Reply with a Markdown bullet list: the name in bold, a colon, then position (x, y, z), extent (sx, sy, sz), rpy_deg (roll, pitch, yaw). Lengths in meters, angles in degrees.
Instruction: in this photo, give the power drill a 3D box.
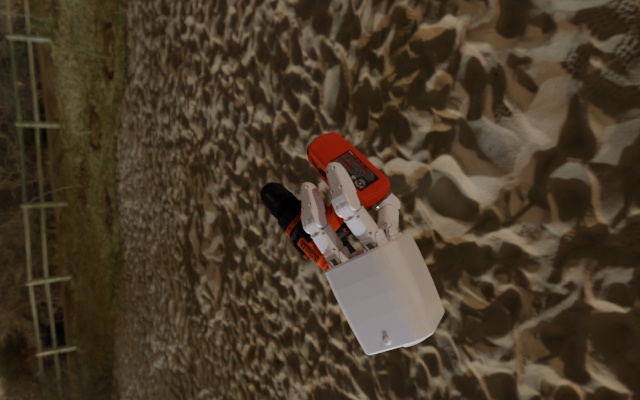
- **power drill**: position (0.000, 0.002, 0.618), extent (0.057, 0.184, 0.188), rpy_deg (-37, -18, -34)
